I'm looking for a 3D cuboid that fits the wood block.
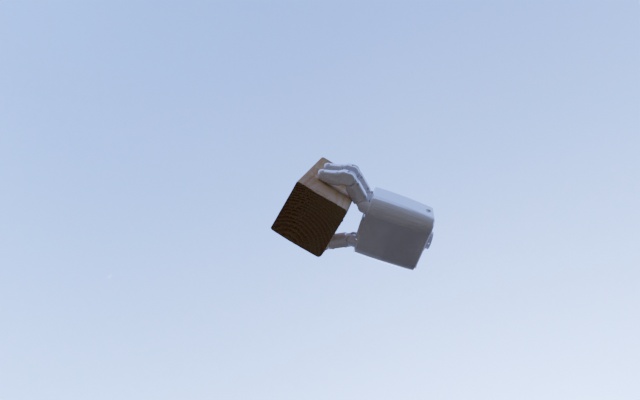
[{"bbox_3d":[0.000,0.003,0.806,0.090,0.091,0.206,30,18,2],"label":"wood block"}]
